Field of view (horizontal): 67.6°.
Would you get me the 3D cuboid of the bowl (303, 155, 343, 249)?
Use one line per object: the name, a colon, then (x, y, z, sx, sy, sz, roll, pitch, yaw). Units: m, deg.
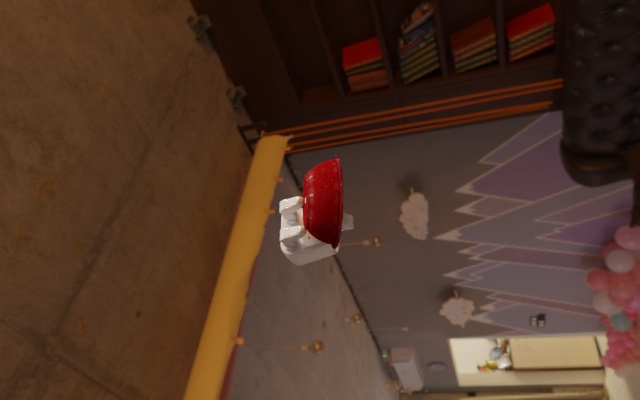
bowl: (0.000, 0.002, 0.821, 0.055, 0.162, 0.162, 1, 0, -7)
